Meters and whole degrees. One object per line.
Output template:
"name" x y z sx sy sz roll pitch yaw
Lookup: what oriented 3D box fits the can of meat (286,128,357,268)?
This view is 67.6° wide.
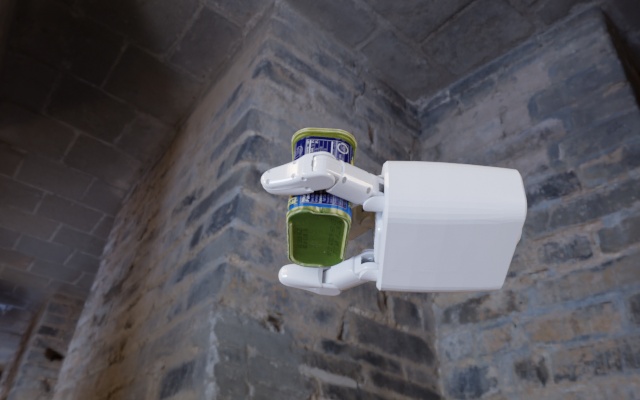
"can of meat" 0.000 0.002 0.423 0.057 0.084 0.102 4 -34 1
